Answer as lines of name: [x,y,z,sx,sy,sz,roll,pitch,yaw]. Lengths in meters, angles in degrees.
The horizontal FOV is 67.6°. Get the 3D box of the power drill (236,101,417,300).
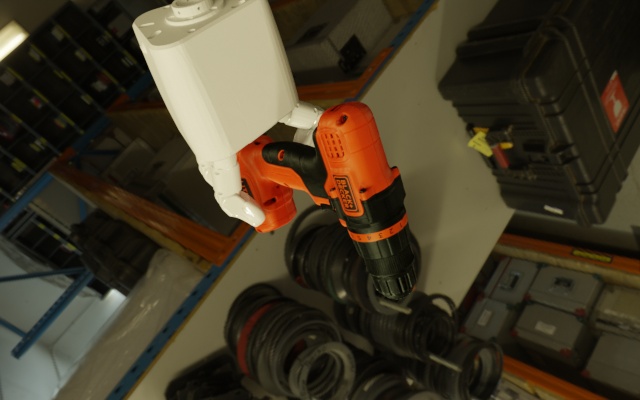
power drill: [0.000,0.001,0.457,0.187,0.184,0.057,5,30,46]
